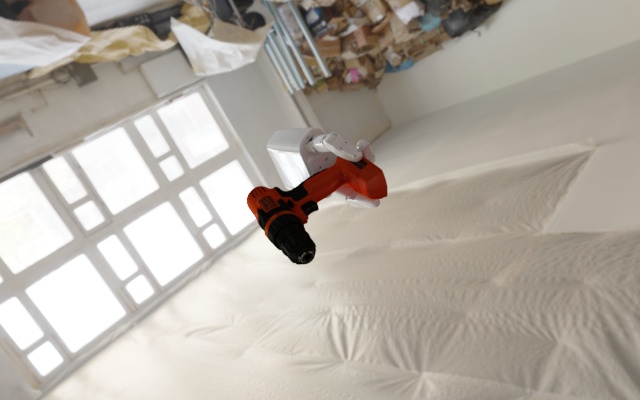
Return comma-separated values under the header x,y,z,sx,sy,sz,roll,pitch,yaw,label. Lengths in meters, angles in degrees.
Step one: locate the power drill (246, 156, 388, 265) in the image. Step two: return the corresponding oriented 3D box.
x,y,z,sx,sy,sz,roll,pitch,yaw,label
0.000,0.002,0.689,0.187,0.057,0.184,-26,38,-16,power drill
